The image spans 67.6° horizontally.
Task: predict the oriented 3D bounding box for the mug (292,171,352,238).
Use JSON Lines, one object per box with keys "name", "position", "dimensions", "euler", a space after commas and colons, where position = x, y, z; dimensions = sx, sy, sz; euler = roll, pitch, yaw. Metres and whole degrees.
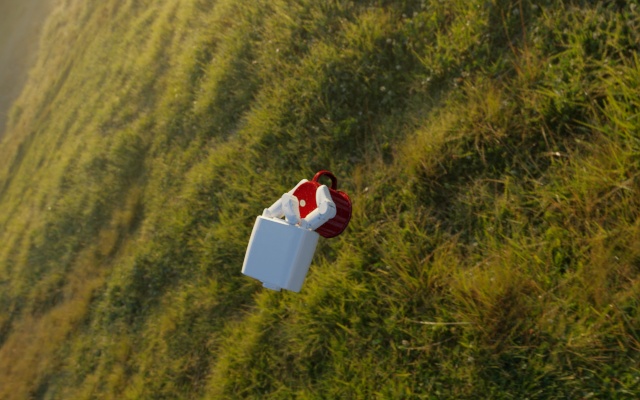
{"name": "mug", "position": [0.000, 0.001, 0.868], "dimensions": [0.081, 0.117, 0.093], "euler": [24, -11, -42]}
